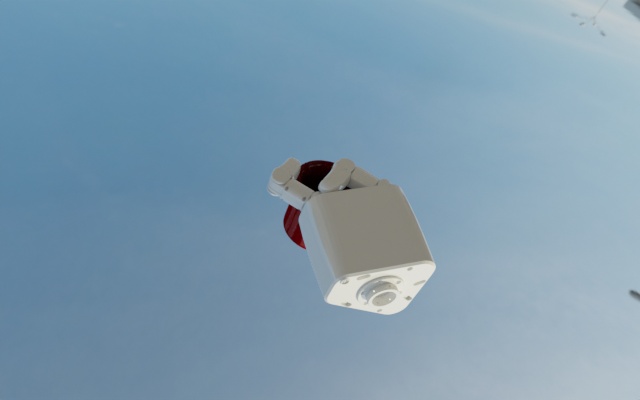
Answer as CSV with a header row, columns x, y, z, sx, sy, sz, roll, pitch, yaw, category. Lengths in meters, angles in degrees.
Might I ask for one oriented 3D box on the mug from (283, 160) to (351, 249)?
x,y,z,sx,sy,sz,roll,pitch,yaw,category
0.000,0.001,0.601,0.093,0.081,0.117,7,42,-21,mug
